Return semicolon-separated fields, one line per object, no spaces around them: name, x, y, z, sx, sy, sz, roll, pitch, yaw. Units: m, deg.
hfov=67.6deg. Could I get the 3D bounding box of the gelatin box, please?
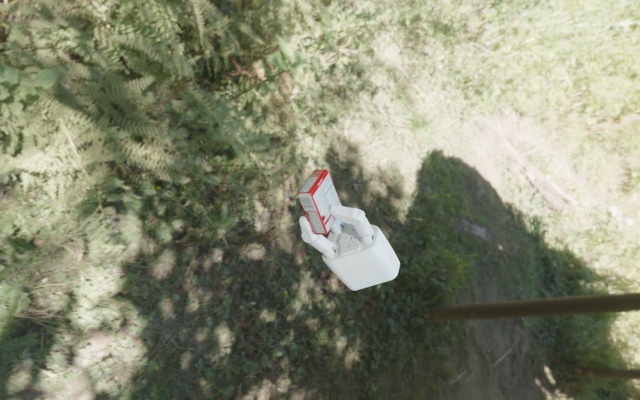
gelatin box;0.000;0.002;0.817;0.030;0.089;0.073;-2;36;31
